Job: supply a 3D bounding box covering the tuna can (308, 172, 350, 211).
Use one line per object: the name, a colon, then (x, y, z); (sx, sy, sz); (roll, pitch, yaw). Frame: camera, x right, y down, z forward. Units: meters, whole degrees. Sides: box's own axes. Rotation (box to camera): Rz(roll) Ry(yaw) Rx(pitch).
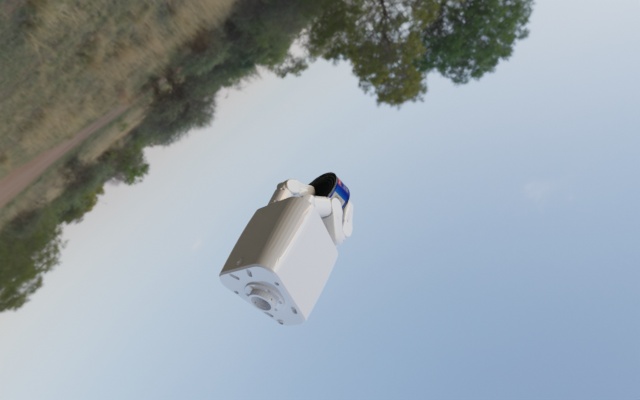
tuna can: (0.001, 0.003, 0.679); (0.034, 0.086, 0.086); (45, -21, -23)
